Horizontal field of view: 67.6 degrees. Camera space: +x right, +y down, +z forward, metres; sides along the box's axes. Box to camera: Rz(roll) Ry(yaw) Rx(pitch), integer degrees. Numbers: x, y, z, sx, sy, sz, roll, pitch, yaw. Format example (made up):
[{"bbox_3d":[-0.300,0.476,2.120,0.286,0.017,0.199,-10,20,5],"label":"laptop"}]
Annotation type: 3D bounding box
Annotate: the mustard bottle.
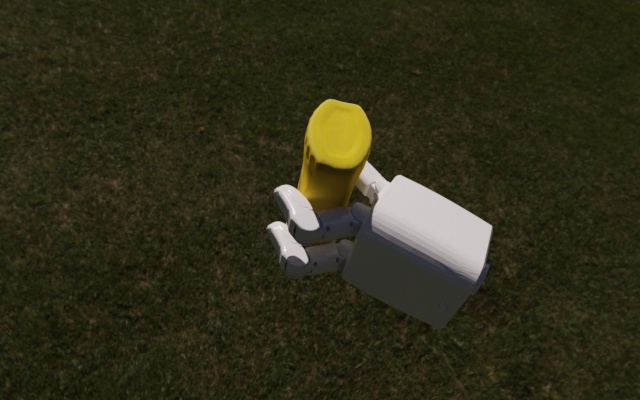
[{"bbox_3d":[0.000,0.001,0.480,0.058,0.096,0.192,10,-43,-5],"label":"mustard bottle"}]
